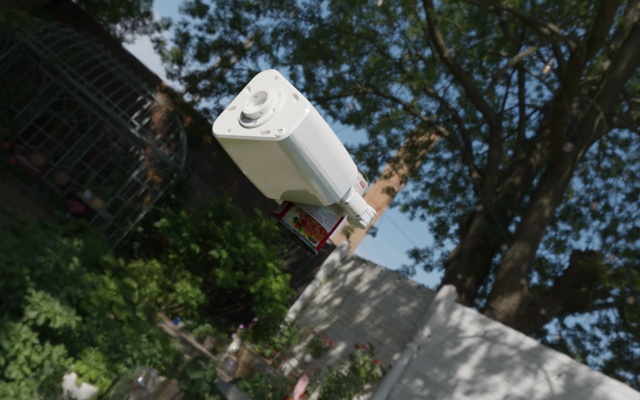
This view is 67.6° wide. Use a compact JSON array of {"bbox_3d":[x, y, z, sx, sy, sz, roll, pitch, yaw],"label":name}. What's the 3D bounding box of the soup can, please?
[{"bbox_3d":[0.001,0.002,0.547,0.068,0.102,0.068,37,-12,9],"label":"soup can"}]
